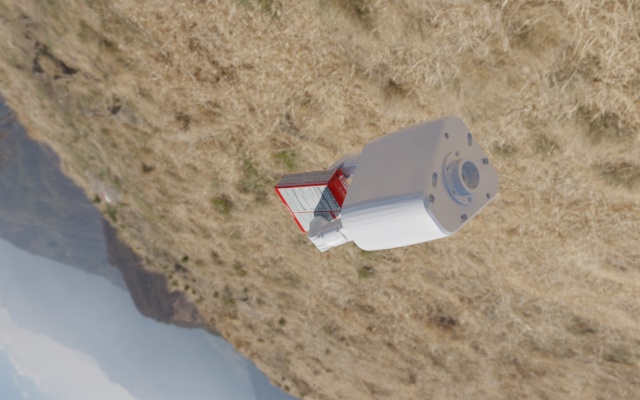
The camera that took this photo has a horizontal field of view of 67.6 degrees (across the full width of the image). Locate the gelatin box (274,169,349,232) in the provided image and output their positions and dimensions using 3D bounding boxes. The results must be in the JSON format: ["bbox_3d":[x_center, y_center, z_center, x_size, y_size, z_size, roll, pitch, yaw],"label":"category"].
[{"bbox_3d":[0.000,0.002,0.554,0.089,0.073,0.030,-3,39,41],"label":"gelatin box"}]
